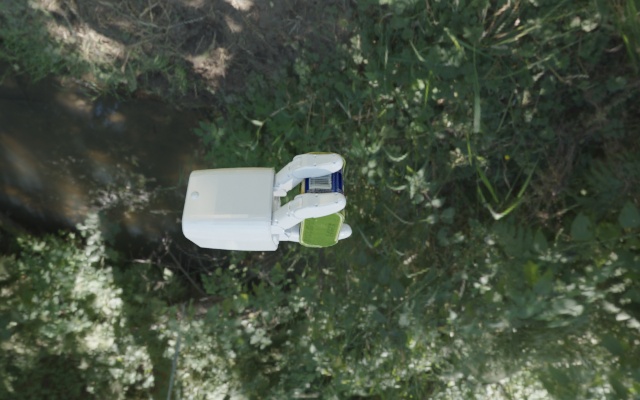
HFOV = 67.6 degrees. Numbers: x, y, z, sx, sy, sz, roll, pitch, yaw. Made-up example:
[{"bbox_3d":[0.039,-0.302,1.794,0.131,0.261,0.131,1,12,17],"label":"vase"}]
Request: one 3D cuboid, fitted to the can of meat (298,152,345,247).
[{"bbox_3d":[0.000,0.002,0.611,0.057,0.084,0.102,3,-32,-4],"label":"can of meat"}]
